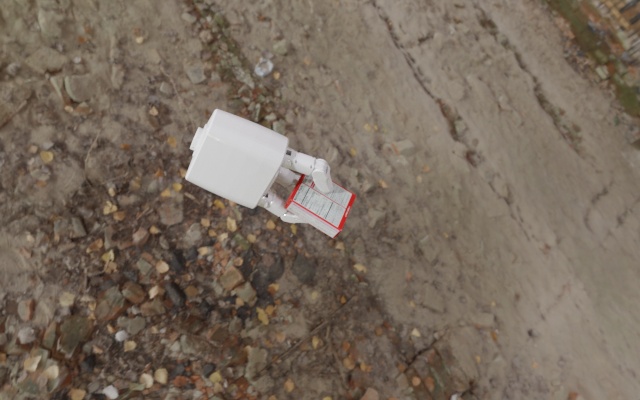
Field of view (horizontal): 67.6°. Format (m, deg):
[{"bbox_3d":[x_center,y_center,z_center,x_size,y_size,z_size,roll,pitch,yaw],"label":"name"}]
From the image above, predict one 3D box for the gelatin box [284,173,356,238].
[{"bbox_3d":[0.001,0.002,0.705,0.089,0.073,0.030,31,-39,-7],"label":"gelatin box"}]
